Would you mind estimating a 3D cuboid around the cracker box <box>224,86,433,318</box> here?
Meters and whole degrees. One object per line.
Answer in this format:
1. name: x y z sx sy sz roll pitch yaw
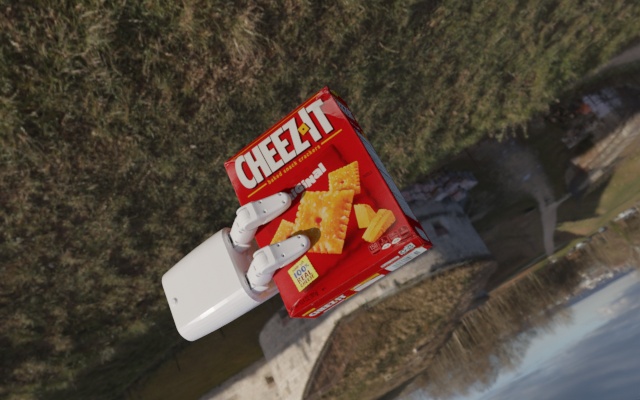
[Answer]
1. cracker box: 0.000 0.002 0.550 0.164 0.213 0.072 -34 -25 14
